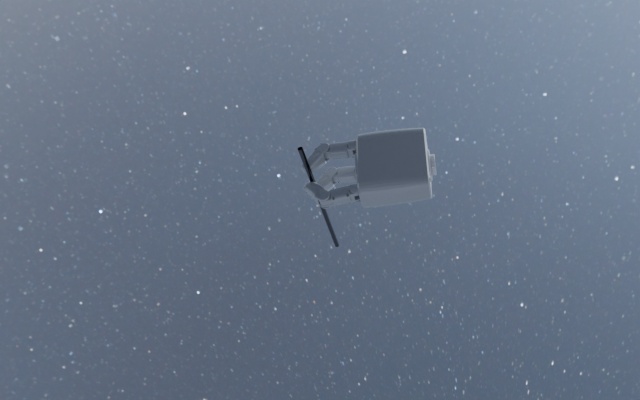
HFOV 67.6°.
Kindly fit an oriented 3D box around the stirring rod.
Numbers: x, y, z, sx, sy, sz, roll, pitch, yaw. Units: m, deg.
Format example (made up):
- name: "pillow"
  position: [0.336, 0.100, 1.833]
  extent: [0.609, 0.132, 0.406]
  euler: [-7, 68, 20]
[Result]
- name: "stirring rod"
  position: [0.000, 0.003, 0.796]
  extent: [0.011, 0.011, 0.240]
  euler: [0, -42, 20]
